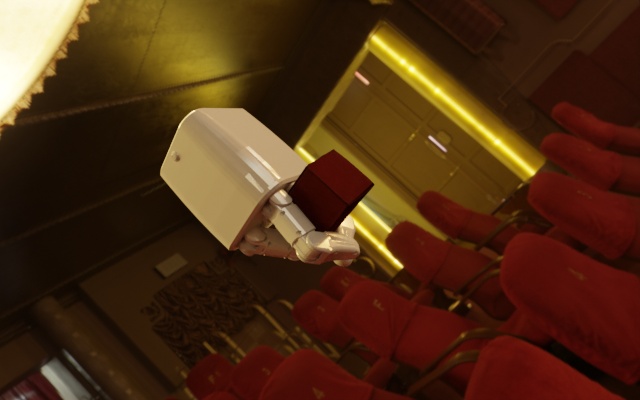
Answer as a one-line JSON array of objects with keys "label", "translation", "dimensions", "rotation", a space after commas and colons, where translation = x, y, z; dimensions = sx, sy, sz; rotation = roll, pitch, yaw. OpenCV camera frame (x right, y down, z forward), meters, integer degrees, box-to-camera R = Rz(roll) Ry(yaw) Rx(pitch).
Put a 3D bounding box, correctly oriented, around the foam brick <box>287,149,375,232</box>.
[{"label": "foam brick", "translation": [0.000, 0.001, 0.439], "dimensions": [0.053, 0.051, 0.078], "rotation": [-36, -13, -52]}]
